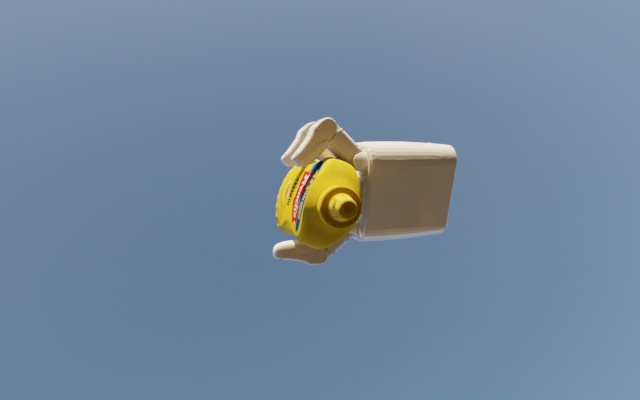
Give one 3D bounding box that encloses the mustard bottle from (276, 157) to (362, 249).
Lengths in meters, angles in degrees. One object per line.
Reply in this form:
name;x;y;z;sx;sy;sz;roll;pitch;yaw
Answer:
mustard bottle;0.000;0.002;0.513;0.058;0.096;0.191;23;-2;-16
